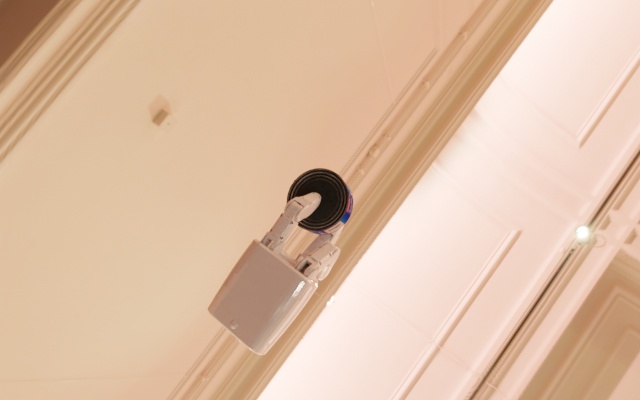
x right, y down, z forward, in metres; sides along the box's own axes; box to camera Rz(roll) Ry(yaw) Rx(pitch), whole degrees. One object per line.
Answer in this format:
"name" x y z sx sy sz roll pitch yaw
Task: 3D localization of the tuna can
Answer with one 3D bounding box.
"tuna can" 0.000 0.002 0.641 0.086 0.086 0.034 0 -13 18
